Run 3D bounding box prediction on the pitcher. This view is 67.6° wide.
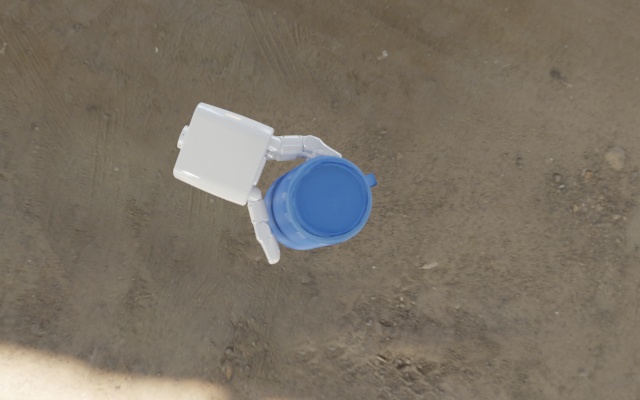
[{"bbox_3d":[0.000,0.002,0.686,0.145,0.149,0.243,23,-8,-8],"label":"pitcher"}]
